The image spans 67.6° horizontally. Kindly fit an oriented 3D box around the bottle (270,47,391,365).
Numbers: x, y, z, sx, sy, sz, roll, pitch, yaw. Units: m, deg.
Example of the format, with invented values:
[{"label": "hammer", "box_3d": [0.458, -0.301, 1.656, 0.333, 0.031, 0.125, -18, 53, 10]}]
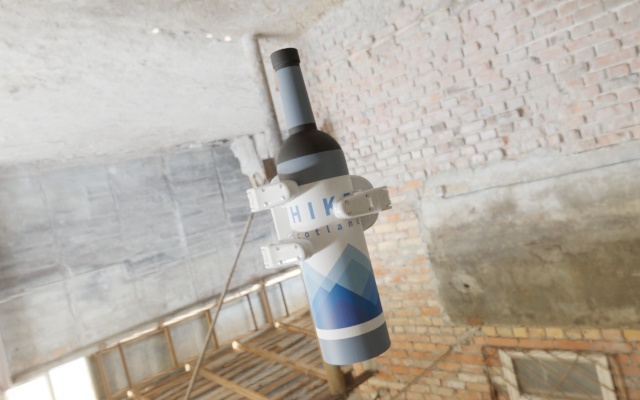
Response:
[{"label": "bottle", "box_3d": [0.000, 0.002, 0.457, 0.069, 0.295, 0.069, -14, 0, 0]}]
